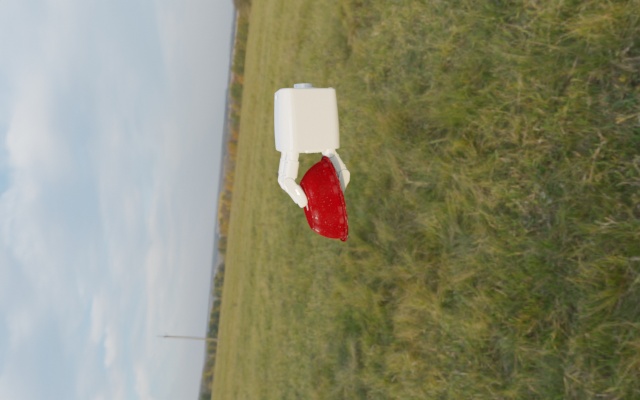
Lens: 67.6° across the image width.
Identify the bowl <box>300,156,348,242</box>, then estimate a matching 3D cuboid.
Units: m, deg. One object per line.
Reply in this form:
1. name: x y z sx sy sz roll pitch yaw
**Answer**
1. bowl: 0.000 0.004 0.865 0.055 0.162 0.162 -14 2 -10
